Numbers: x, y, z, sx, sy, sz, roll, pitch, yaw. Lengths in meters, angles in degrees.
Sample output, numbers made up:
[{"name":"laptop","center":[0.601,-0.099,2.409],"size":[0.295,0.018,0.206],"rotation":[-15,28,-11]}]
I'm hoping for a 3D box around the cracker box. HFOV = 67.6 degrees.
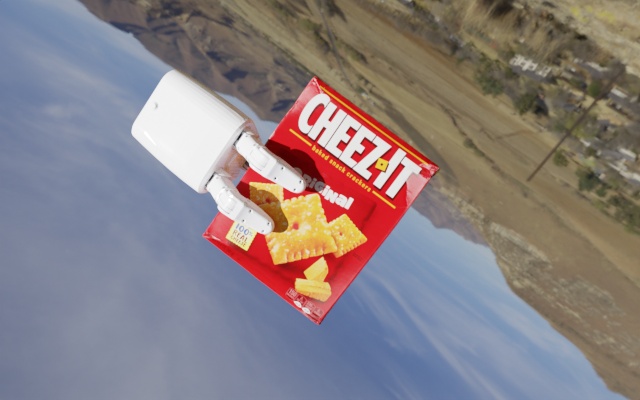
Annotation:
[{"name":"cracker box","center":[0.000,0.002,0.525],"size":[0.164,0.214,0.072],"rotation":[37,9,6]}]
